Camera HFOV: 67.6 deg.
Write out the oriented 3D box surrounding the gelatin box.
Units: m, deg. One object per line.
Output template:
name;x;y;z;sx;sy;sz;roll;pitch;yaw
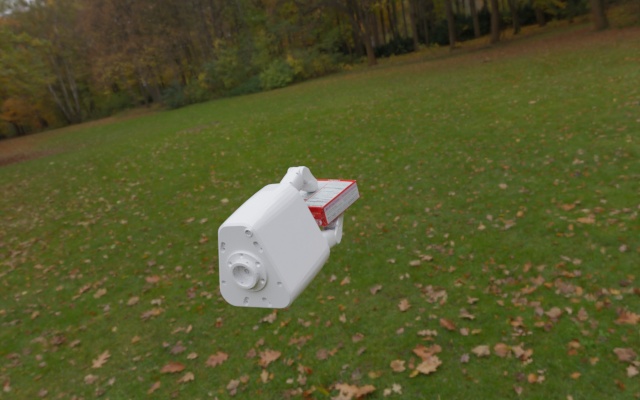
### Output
gelatin box;0.000;0.002;0.652;0.073;0.030;0.089;3;29;37
